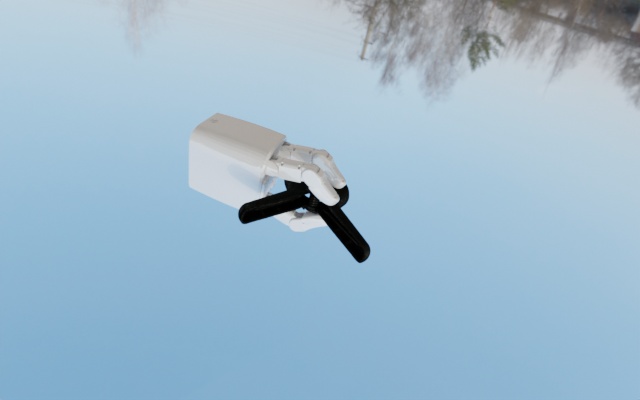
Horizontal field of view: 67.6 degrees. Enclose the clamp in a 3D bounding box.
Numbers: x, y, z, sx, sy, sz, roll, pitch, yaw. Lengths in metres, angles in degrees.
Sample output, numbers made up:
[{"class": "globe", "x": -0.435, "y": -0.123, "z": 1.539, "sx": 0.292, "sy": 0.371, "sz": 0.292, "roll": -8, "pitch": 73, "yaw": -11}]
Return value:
[{"class": "clamp", "x": 0.000, "y": 0.002, "z": 0.644, "sx": 0.164, "sy": 0.036, "sz": 0.210, "roll": 23, "pitch": 30, "yaw": 2}]
